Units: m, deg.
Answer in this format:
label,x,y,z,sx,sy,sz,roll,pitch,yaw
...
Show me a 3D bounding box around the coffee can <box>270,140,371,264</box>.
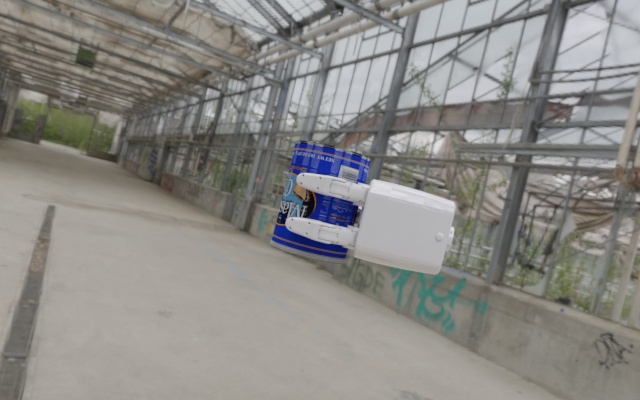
label,x,y,z,sx,sy,sz,roll,pitch,yaw
coffee can,0.000,0.002,0.628,0.103,0.140,0.103,14,0,0
